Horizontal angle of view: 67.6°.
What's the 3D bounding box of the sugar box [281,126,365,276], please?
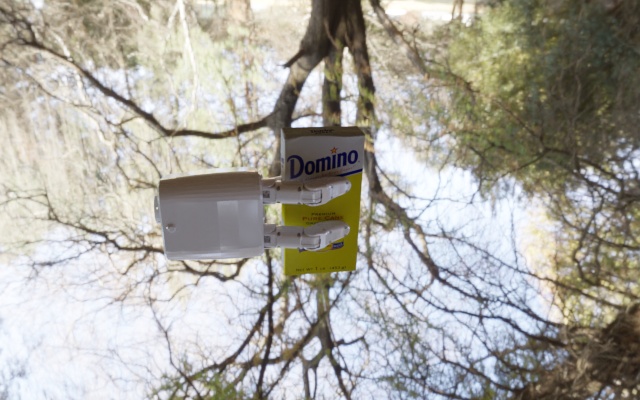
[{"bbox_3d":[0.000,0.002,0.568,0.093,0.176,0.048,-3,26,-10],"label":"sugar box"}]
